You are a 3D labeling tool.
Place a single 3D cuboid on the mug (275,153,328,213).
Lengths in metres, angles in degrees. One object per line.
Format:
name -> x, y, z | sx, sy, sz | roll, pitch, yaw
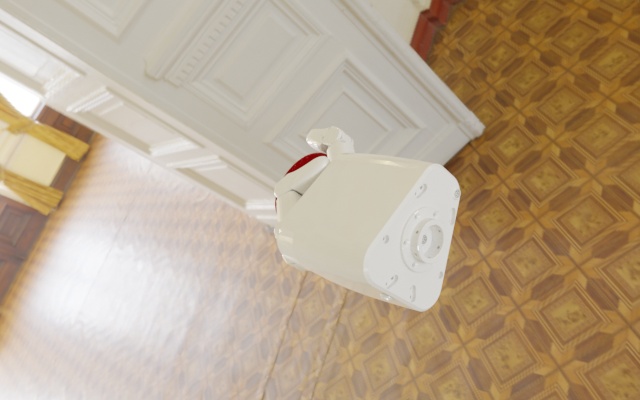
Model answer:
mug -> -0.001, 0.001, 0.508 | 0.081, 0.093, 0.117 | 34, -14, -37
